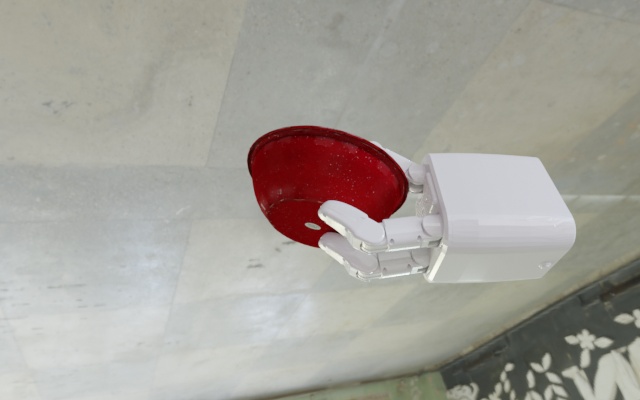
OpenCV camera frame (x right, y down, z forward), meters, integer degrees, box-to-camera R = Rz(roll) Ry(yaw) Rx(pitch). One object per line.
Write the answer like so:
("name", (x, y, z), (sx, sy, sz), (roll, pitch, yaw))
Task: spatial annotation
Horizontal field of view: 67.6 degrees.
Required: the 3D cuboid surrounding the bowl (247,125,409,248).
("bowl", (-0.001, 0.002, 0.458), (0.162, 0.055, 0.162), (11, -31, 7))
